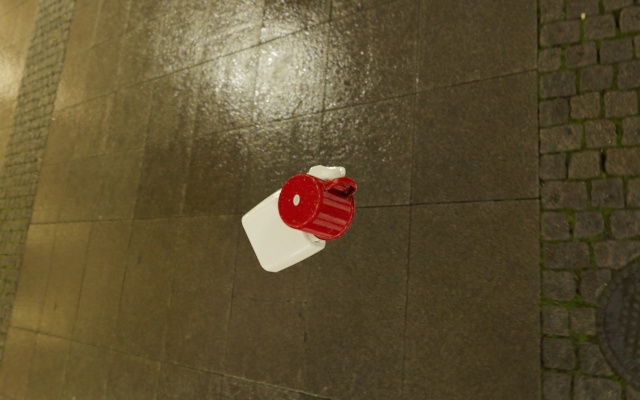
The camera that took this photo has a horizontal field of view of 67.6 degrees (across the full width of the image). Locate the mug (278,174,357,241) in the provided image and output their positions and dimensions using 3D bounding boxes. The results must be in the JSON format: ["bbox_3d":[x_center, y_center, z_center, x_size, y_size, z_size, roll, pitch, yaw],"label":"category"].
[{"bbox_3d":[0.001,0.002,0.700,0.117,0.093,0.081,-32,-29,26],"label":"mug"}]
